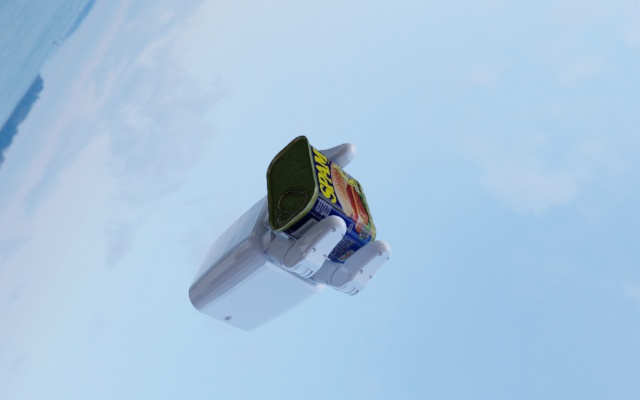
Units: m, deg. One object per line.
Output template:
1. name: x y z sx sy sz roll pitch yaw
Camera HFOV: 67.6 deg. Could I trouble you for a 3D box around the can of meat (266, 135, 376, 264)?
1. can of meat: 0.000 0.002 0.446 0.057 0.102 0.084 -39 -54 23
